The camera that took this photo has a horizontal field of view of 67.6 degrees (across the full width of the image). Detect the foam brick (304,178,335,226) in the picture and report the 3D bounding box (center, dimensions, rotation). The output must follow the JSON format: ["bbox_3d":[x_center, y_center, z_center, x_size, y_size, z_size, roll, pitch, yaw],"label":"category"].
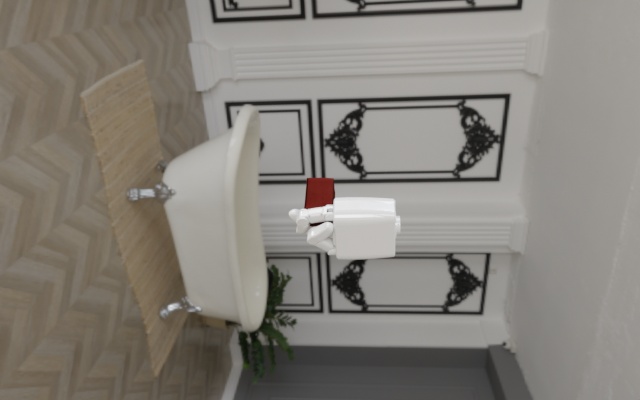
[{"bbox_3d":[0.000,0.003,0.887,0.051,0.078,0.053,-2,-37,7],"label":"foam brick"}]
